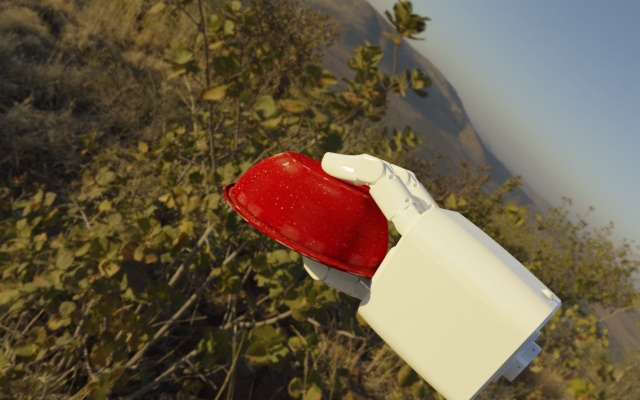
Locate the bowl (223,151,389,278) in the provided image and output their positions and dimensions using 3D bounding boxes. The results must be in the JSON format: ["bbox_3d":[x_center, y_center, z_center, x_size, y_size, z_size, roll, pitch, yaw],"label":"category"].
[{"bbox_3d":[-0.001,0.000,0.418,0.162,0.055,0.162,26,10,-5],"label":"bowl"}]
